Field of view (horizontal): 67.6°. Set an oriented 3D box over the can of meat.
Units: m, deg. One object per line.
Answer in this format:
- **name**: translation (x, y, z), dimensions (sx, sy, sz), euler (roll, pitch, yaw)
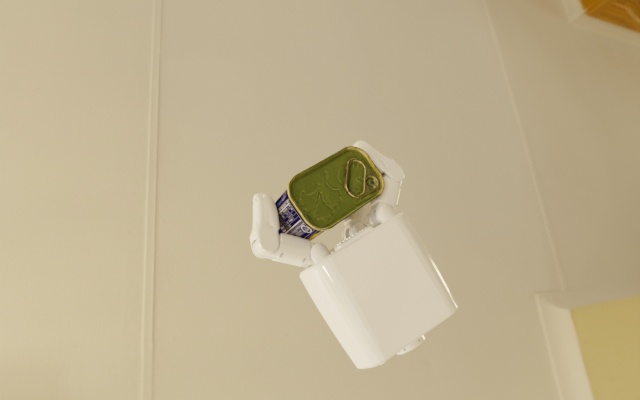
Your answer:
- **can of meat**: translation (0.000, 0.002, 0.474), dimensions (0.102, 0.057, 0.084), euler (-32, -5, -33)
